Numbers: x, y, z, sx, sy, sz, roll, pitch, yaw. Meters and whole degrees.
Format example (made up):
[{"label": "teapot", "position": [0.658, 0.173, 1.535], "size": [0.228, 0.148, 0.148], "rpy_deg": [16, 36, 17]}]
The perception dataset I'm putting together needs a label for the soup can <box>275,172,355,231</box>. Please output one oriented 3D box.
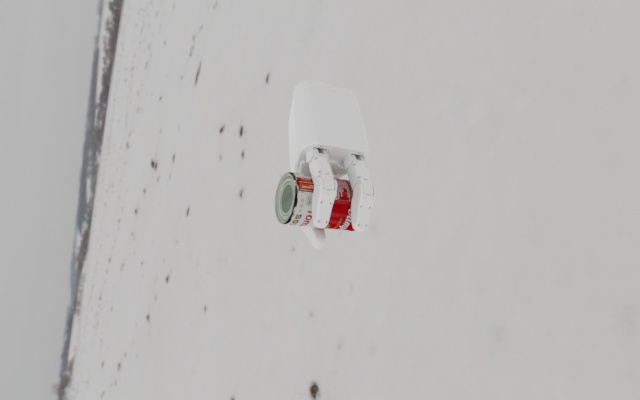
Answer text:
[{"label": "soup can", "position": [0.000, 0.002, 0.616], "size": [0.102, 0.068, 0.068], "rpy_deg": [7, -3, -26]}]
